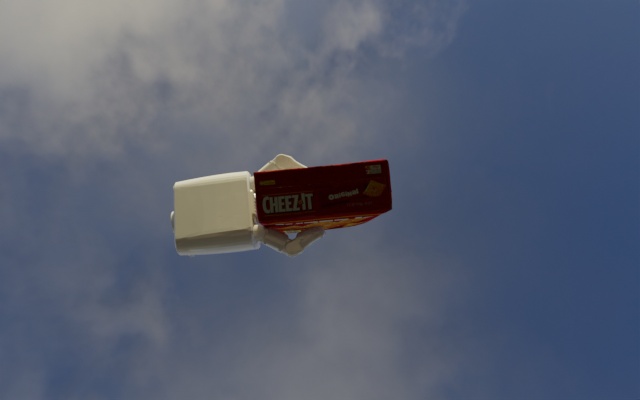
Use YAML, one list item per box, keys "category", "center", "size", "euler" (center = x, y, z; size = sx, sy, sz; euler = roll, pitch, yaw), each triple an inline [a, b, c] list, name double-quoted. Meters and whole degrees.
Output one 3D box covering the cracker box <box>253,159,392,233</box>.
- category: "cracker box"
  center: [0.000, 0.002, 0.669]
  size: [0.164, 0.072, 0.214]
  euler: [-6, -6, -3]
